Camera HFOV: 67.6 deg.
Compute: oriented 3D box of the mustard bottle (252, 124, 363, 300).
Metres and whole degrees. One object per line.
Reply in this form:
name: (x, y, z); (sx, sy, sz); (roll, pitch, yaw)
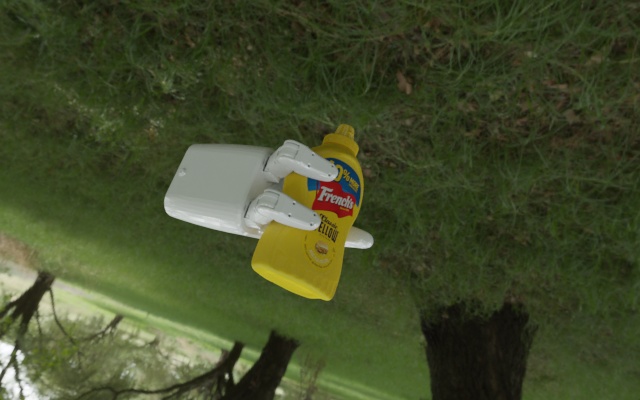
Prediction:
mustard bottle: (0.000, 0.002, 0.511); (0.096, 0.191, 0.058); (34, -26, -34)
